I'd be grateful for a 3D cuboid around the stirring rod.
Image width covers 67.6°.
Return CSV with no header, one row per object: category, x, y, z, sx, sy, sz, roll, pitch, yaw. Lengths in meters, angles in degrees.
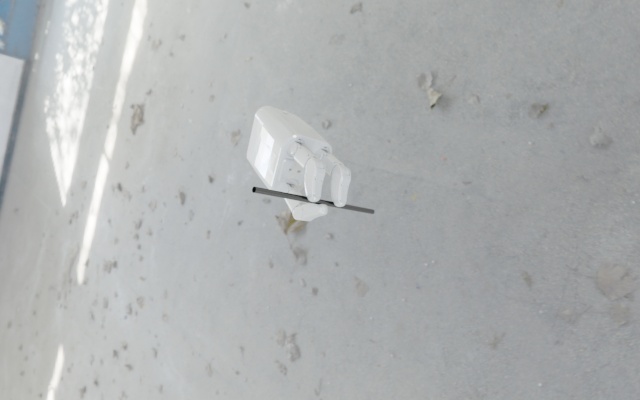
stirring rod,0.000,0.002,0.689,0.011,0.011,0.239,0,-8,45
